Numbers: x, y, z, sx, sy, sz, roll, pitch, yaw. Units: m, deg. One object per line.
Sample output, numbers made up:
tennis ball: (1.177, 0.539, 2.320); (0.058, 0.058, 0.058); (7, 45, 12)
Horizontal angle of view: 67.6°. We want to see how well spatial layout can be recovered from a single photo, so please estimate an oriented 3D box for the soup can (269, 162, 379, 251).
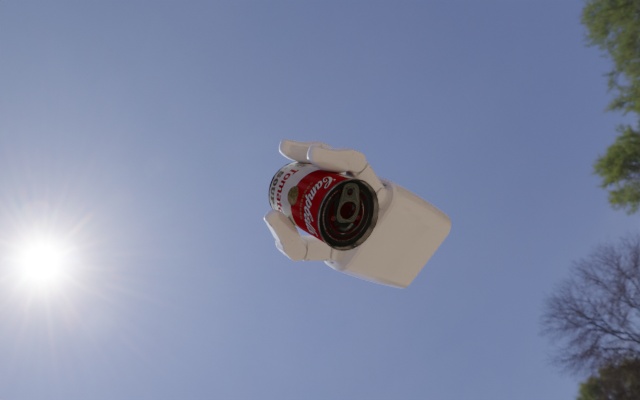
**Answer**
soup can: (-0.001, 0.001, 0.473); (0.068, 0.068, 0.102); (0, 14, -33)
